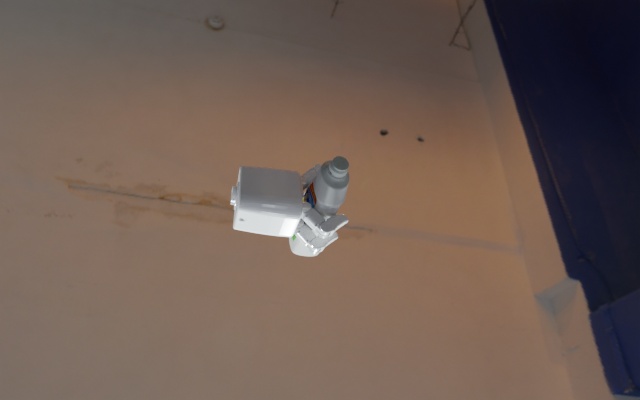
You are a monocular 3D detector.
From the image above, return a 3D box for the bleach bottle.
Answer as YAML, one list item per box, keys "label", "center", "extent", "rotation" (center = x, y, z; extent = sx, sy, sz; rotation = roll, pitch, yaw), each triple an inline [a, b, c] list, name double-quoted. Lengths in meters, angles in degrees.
- label: "bleach bottle"
  center: [0.000, 0.003, 0.858]
  extent: [0.068, 0.102, 0.251]
  rotation: [7, -35, -13]
